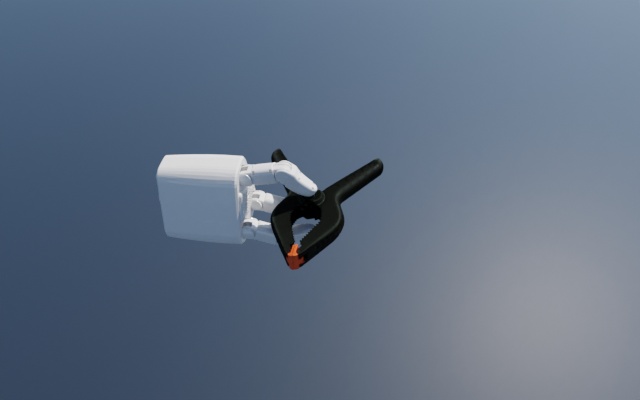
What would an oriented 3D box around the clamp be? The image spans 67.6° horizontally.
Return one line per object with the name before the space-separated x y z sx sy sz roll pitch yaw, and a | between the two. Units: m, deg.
clamp | 0.000 0.002 0.631 0.164 0.036 0.209 1 44 7
